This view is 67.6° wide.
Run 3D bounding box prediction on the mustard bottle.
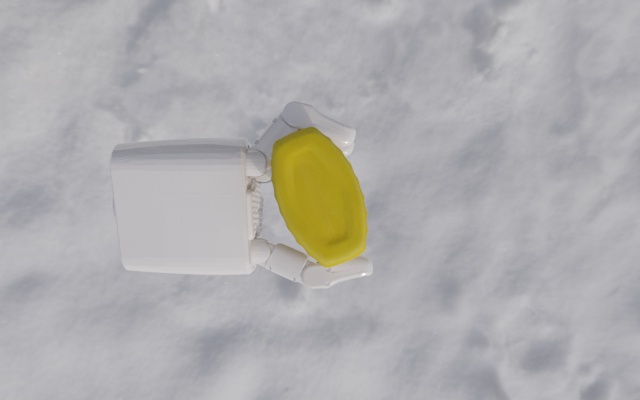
[{"bbox_3d":[0.000,0.001,0.411,0.058,0.096,0.191,-24,-3,0],"label":"mustard bottle"}]
